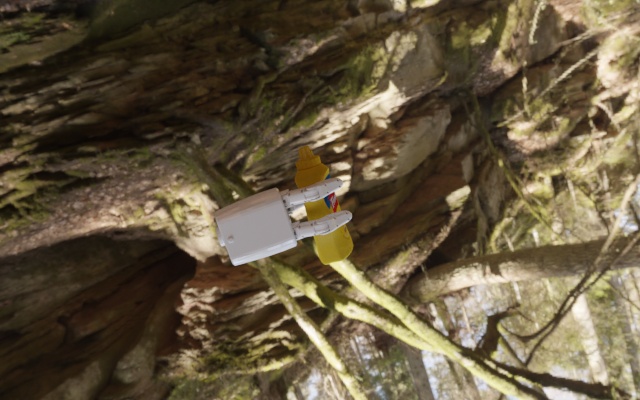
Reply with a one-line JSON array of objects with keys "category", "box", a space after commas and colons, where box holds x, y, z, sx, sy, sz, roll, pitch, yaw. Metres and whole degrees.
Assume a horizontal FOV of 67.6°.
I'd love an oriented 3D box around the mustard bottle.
[{"category": "mustard bottle", "box": [0.001, 0.003, 0.795, 0.058, 0.192, 0.096, -15, 12, 16]}]
